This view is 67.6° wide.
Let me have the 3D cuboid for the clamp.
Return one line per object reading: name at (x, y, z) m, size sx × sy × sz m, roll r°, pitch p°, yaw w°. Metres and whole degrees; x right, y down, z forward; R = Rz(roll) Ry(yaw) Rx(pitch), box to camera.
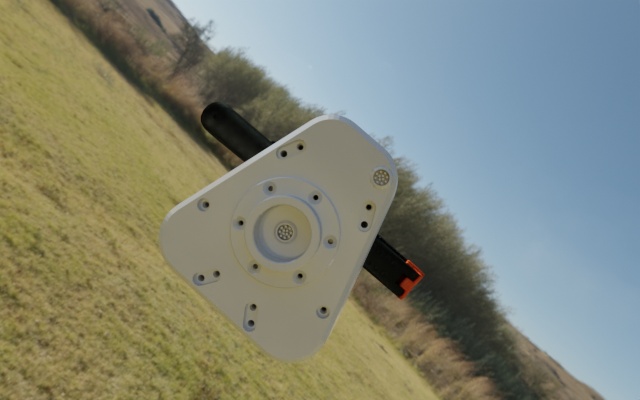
clamp at (0.001, 0.001, 0.417) m, size 0.210 × 0.036 × 0.164 m, roll 42°, pitch 4°, yaw 3°
